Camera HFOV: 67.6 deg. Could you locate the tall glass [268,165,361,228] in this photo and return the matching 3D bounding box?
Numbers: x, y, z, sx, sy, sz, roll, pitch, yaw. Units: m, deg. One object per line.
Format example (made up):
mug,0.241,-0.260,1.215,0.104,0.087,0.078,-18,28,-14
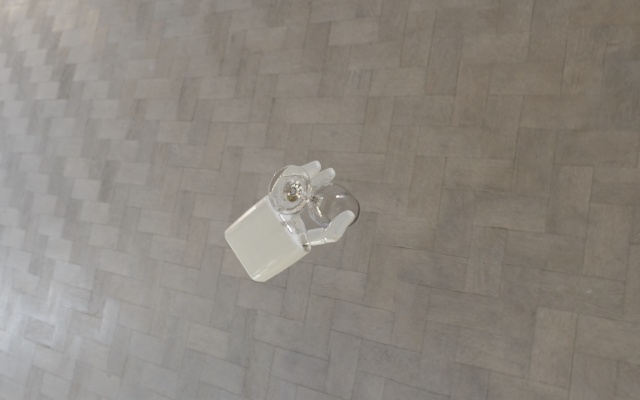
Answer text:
tall glass,0.000,0.002,0.781,0.079,0.079,0.201,0,-10,28
